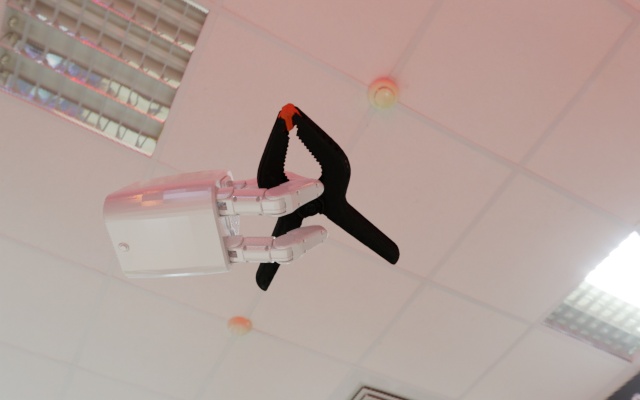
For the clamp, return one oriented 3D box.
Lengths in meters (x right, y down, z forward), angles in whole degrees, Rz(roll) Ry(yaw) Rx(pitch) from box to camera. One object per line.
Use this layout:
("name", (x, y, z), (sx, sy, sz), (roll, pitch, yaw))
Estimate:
("clamp", (0.000, 0.001, 0.499), (0.164, 0.210, 0.036), (-7, 29, -1))
